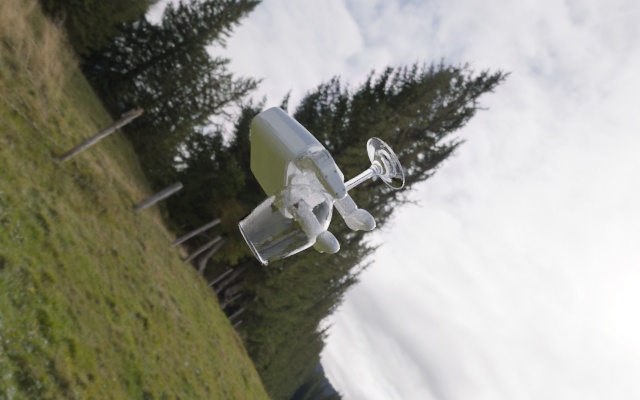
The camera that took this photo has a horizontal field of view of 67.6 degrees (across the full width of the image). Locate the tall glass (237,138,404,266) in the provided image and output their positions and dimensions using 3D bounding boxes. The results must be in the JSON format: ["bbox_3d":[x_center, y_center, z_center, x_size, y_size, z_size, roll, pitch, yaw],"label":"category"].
[{"bbox_3d":[0.001,0.002,0.584,0.201,0.079,0.079,-31,8,-14],"label":"tall glass"}]
